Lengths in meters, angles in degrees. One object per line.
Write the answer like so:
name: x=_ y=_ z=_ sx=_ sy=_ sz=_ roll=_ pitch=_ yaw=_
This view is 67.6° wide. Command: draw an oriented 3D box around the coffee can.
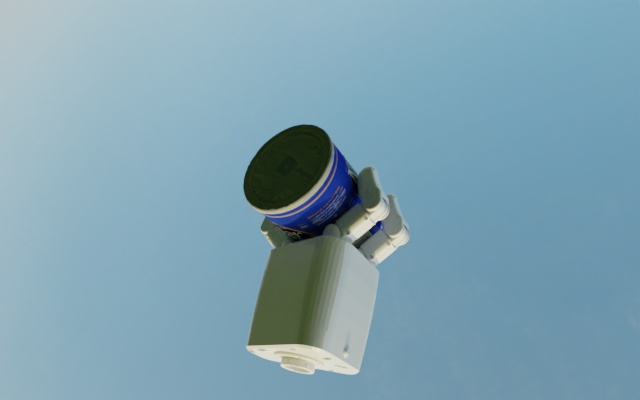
coffee can: x=0.000 y=0.001 z=0.513 sx=0.103 sy=0.102 sz=0.140 roll=0 pitch=-31 yaw=35
